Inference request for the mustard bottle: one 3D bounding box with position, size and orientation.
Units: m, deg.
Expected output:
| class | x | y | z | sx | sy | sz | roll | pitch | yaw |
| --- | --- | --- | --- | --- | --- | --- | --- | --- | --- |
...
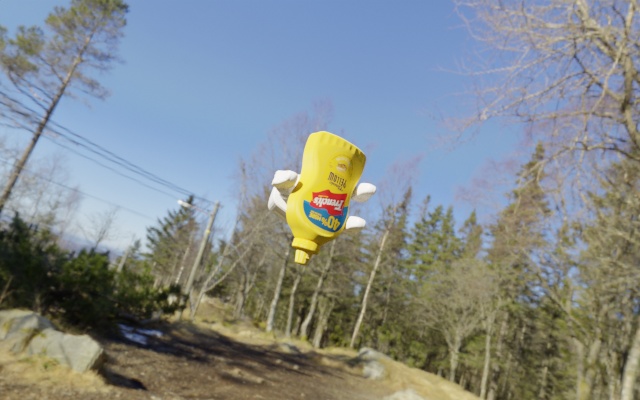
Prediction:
| class | x | y | z | sx | sy | sz | roll | pitch | yaw |
| --- | --- | --- | --- | --- | --- | --- | --- | --- | --- |
| mustard bottle | 0.000 | 0.002 | 0.705 | 0.096 | 0.191 | 0.058 | 27 | -15 | -33 |
